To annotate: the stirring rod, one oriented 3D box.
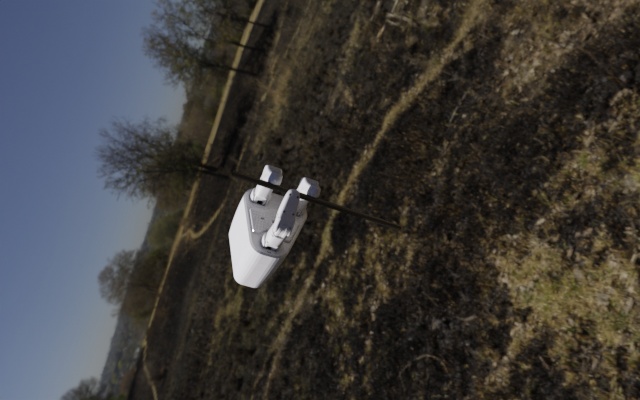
[{"bbox_3d":[0.000,0.002,0.631,0.239,0.011,0.011,18,-5,-15],"label":"stirring rod"}]
